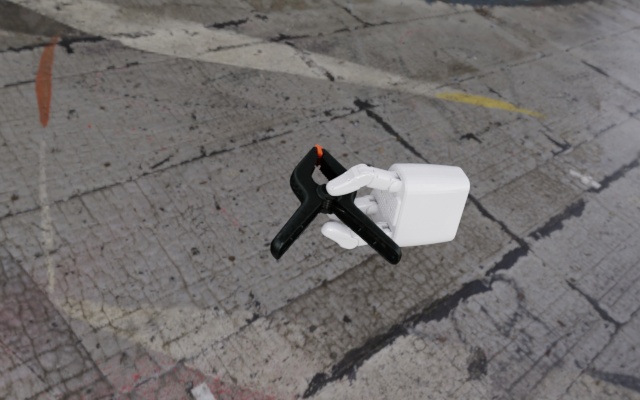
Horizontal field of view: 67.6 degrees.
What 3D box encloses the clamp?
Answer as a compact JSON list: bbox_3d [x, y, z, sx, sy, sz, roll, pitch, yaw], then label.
[{"bbox_3d":[0.000,0.001,0.631,0.164,0.209,0.036,0,-45,-21],"label":"clamp"}]
